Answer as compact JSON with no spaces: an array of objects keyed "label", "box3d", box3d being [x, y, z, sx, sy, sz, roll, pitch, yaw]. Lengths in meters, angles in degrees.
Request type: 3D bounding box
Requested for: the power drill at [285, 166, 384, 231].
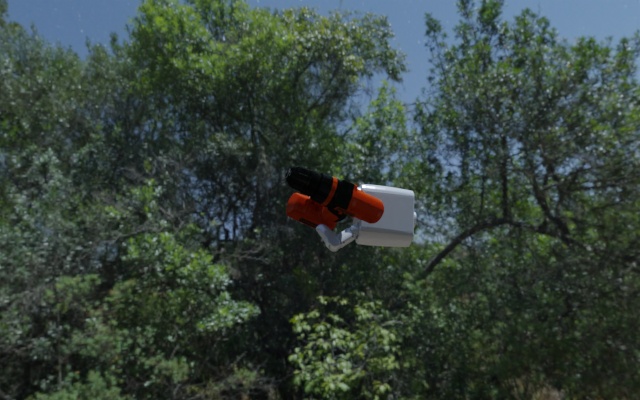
[{"label":"power drill","box3d":[0.000,0.003,0.879,0.184,0.057,0.188,25,-18,-16]}]
